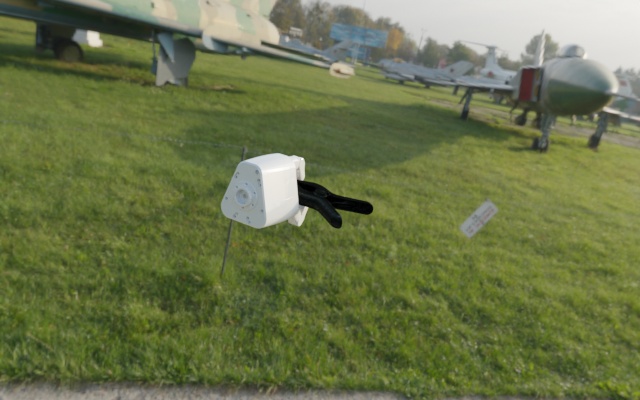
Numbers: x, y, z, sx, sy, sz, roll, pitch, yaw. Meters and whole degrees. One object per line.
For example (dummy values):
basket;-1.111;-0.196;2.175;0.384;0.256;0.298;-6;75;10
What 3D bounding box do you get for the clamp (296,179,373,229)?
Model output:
clamp;0.000;0.002;0.873;0.171;0.039;0.120;19;18;22
